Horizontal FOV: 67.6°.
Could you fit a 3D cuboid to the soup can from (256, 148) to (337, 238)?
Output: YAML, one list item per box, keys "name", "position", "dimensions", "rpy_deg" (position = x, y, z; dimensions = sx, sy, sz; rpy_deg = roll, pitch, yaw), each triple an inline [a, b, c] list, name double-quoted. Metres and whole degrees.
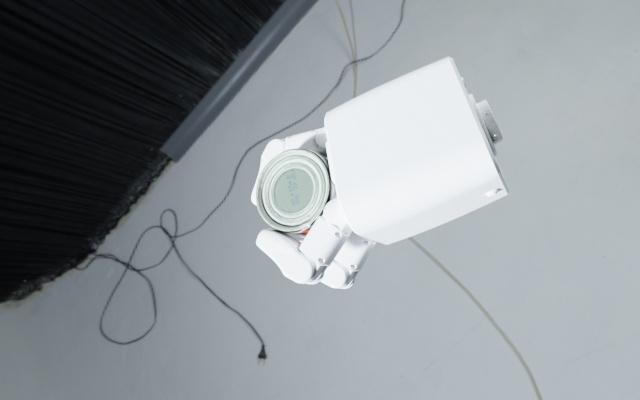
- name: "soup can"
  position: [-0.001, 0.001, 0.406]
  dimensions: [0.068, 0.068, 0.102]
  rpy_deg: [0, -11, 27]
